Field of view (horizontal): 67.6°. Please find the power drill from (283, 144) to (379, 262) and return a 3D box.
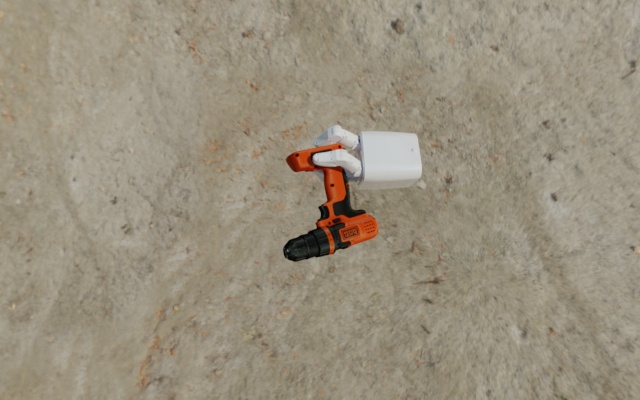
[{"bbox_3d":[0.000,0.002,0.843,0.184,0.187,0.057,-15,-2,-27],"label":"power drill"}]
